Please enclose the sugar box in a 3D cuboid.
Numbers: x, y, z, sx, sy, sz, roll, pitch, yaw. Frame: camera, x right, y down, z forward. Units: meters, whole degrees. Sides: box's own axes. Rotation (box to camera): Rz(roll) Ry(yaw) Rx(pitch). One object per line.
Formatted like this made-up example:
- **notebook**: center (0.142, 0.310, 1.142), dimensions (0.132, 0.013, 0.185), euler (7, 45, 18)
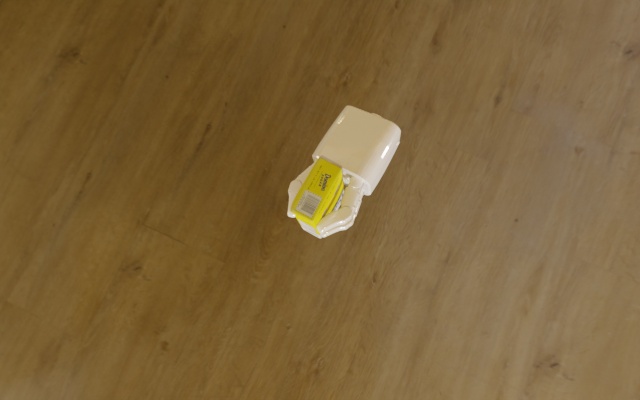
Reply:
- **sugar box**: center (0.001, 0.003, 0.776), dimensions (0.048, 0.093, 0.176), euler (28, -8, 12)
